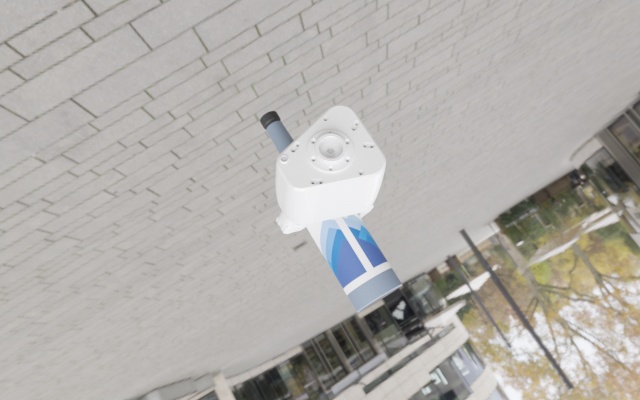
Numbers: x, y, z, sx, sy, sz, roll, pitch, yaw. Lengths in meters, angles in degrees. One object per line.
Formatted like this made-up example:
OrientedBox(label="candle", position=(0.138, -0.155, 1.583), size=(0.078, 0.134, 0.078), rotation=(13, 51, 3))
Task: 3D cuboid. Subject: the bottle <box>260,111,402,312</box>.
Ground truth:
OrientedBox(label="bottle", position=(0.000, 0.002, 0.636), size=(0.069, 0.295, 0.069), rotation=(-29, -16, -9))
